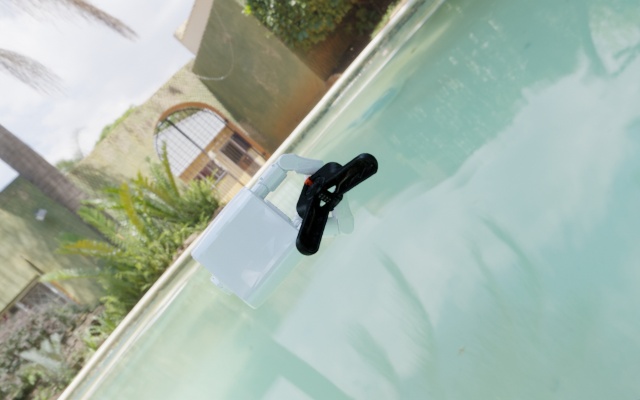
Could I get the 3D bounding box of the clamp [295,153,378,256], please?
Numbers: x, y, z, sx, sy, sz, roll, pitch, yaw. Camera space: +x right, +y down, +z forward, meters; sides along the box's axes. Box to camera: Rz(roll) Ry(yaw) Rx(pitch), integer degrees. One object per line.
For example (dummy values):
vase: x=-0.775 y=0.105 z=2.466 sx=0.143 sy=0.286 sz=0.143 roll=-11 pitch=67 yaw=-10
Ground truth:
clamp: x=0.000 y=0.001 z=0.540 sx=0.039 sy=0.120 sz=0.171 roll=42 pitch=-8 yaw=-10
